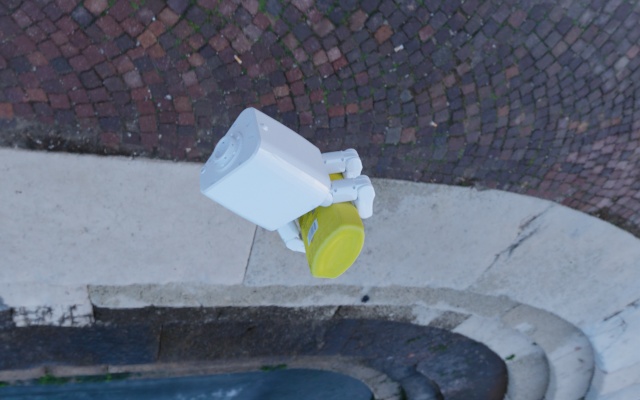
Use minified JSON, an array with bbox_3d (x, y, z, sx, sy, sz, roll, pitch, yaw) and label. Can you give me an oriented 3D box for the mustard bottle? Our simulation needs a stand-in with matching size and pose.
[{"bbox_3d":[0.000,0.002,0.632,0.058,0.096,0.191,7,39,-22],"label":"mustard bottle"}]
